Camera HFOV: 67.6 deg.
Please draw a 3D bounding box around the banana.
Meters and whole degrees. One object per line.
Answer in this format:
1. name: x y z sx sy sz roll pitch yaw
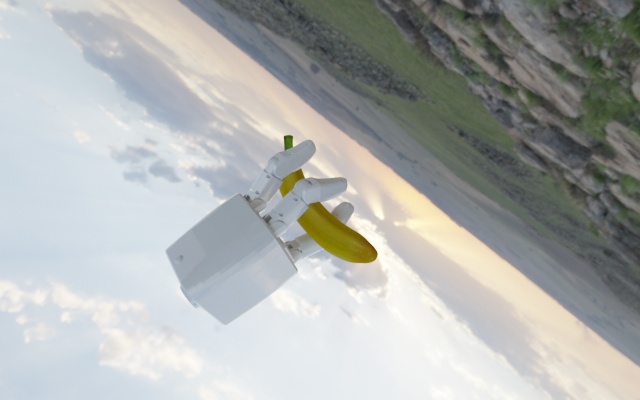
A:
1. banana: -0.005 0.011 0.557 0.037 0.197 0.070 -21 -33 -27
